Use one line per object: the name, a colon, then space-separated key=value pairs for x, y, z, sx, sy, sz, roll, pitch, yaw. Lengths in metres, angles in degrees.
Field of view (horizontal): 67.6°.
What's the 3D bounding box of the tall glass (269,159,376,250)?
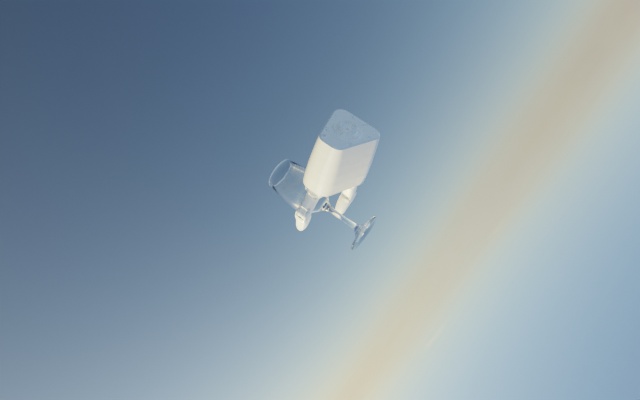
tall glass: x=0.001 y=0.003 z=0.877 sx=0.201 sy=0.079 sz=0.079 roll=35 pitch=11 yaw=16
